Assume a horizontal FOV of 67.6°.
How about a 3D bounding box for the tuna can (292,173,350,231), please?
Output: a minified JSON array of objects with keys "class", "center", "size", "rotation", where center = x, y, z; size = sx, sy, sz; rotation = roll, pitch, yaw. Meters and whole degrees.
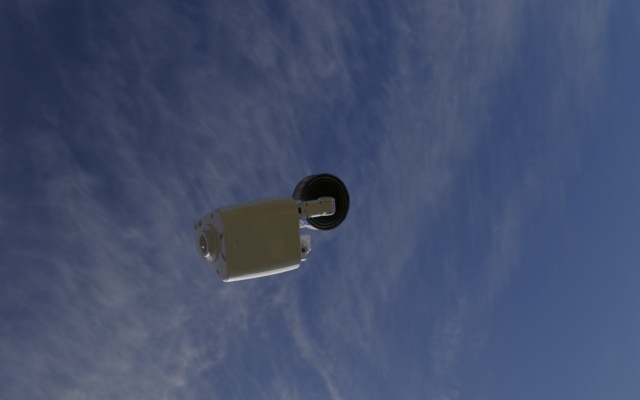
[{"class":"tuna can","center":[0.000,0.002,0.726],"size":[0.086,0.086,0.034],"rotation":[0,0,-32]}]
